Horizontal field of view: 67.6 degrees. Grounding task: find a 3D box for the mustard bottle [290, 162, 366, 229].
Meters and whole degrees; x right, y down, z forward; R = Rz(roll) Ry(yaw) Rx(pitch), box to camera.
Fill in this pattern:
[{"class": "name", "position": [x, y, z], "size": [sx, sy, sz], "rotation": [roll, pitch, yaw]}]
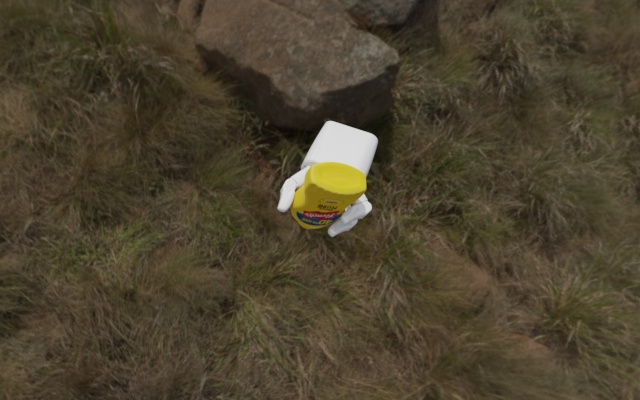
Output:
[{"class": "mustard bottle", "position": [0.000, 0.003, 0.823], "size": [0.096, 0.058, 0.192], "rotation": [6, -26, -17]}]
